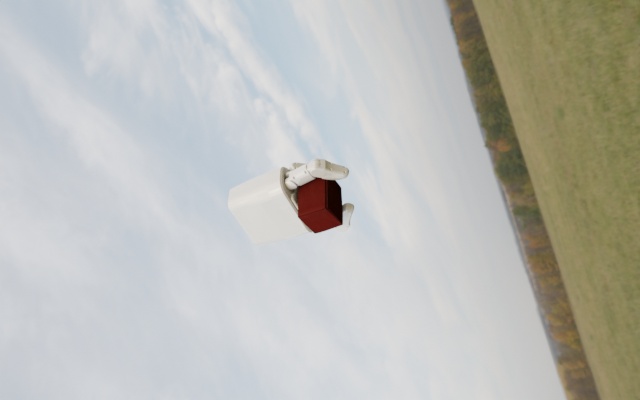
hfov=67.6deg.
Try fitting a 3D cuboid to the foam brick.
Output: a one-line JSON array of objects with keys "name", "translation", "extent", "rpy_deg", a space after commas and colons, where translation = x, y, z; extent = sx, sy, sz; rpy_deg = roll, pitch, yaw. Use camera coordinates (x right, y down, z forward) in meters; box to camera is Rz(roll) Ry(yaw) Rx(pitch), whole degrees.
[{"name": "foam brick", "translation": [0.000, 0.003, 0.740], "extent": [0.051, 0.078, 0.053], "rpy_deg": [-20, -43, 22]}]
